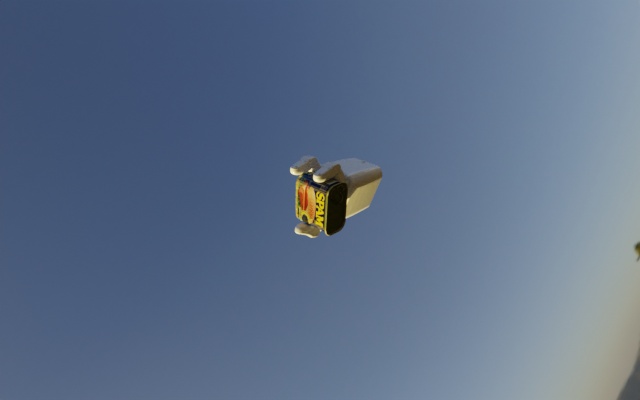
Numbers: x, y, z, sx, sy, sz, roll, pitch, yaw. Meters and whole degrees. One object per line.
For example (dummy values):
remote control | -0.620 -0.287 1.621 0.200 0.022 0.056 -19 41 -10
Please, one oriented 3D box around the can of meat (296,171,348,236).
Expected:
can of meat | 0.000 0.003 0.900 0.084 0.102 0.057 24 33 37
